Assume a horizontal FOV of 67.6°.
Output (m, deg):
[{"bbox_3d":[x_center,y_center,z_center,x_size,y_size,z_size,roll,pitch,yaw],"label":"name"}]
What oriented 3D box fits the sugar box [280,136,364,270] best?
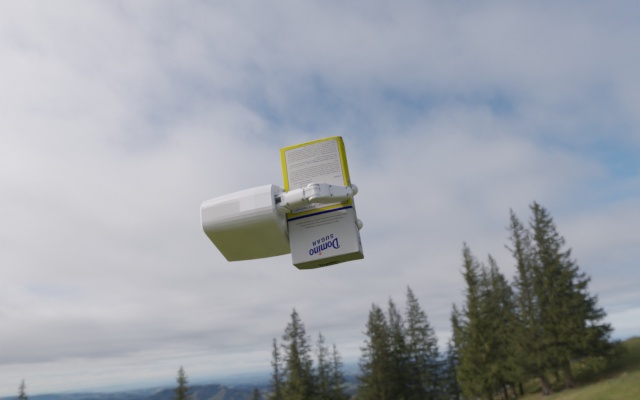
[{"bbox_3d":[0.000,0.002,0.663,0.093,0.176,0.048,-12,-21,10],"label":"sugar box"}]
